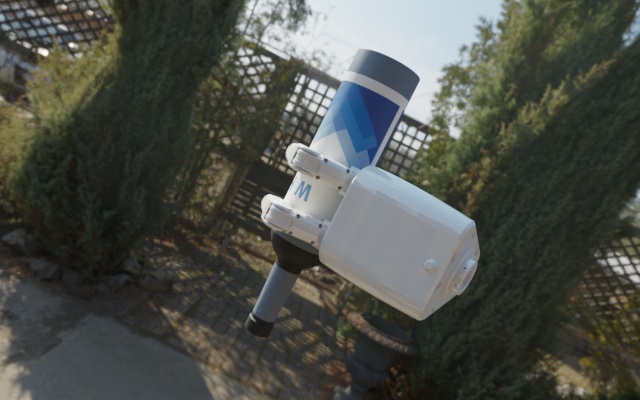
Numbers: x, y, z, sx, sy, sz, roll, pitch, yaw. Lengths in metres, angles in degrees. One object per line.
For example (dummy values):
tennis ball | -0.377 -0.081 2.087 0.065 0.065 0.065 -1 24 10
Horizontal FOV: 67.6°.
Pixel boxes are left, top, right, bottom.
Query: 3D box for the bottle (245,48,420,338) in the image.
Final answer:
bottle | 0.000 0.001 0.471 0.069 0.296 0.069 26 6 -3
